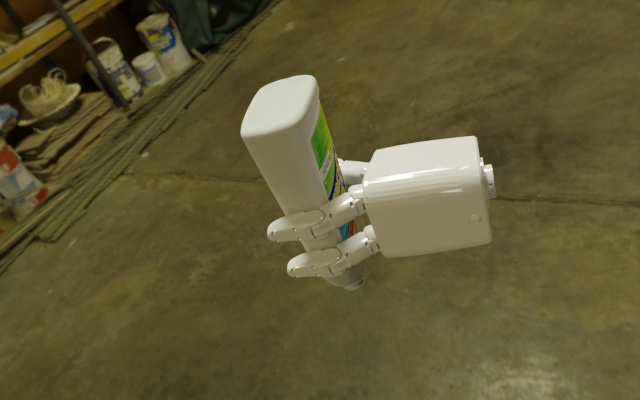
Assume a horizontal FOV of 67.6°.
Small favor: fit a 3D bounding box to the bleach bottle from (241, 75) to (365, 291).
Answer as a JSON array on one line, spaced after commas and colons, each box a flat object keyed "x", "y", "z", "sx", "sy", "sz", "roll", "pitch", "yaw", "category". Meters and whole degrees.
[{"x": 0.000, "y": 0.002, "z": 0.514, "sx": 0.068, "sy": 0.251, "sz": 0.102, "roll": -9, "pitch": 40, "yaw": 19, "category": "bleach bottle"}]
